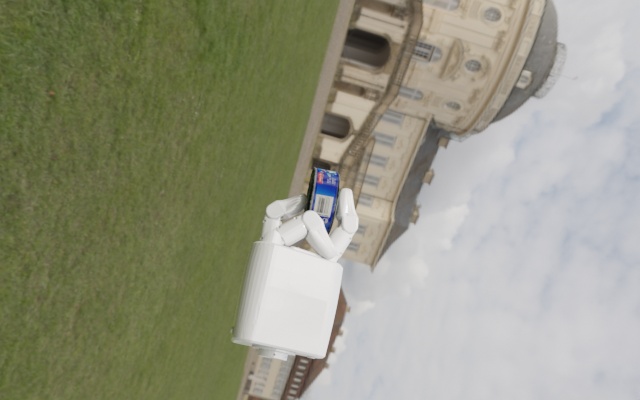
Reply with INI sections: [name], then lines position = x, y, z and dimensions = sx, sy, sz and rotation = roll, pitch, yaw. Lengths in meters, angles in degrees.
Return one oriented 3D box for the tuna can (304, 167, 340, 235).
[tuna can]
position = 0.001, 0.002, 0.615
dimensions = 0.034, 0.086, 0.086
rotation = 10, -1, -6
